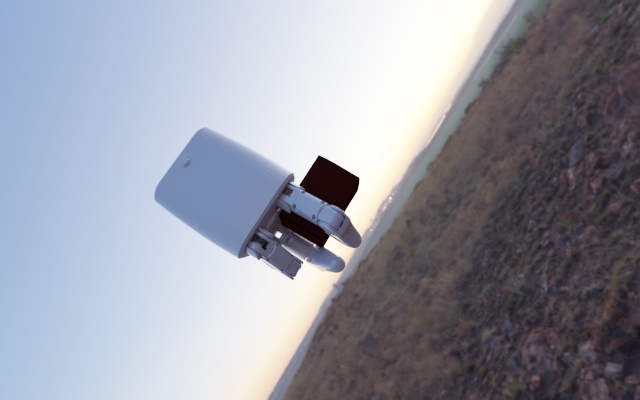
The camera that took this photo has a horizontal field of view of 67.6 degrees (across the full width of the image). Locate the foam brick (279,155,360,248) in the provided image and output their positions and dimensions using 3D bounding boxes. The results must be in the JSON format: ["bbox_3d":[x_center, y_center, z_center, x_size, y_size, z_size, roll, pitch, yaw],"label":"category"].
[{"bbox_3d":[0.000,0.001,0.500,0.051,0.078,0.053,31,-13,8],"label":"foam brick"}]
